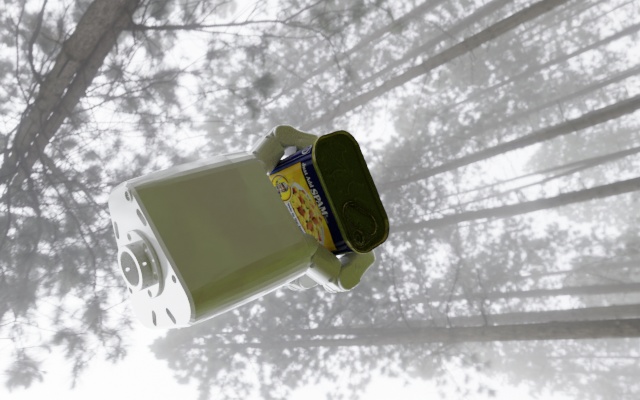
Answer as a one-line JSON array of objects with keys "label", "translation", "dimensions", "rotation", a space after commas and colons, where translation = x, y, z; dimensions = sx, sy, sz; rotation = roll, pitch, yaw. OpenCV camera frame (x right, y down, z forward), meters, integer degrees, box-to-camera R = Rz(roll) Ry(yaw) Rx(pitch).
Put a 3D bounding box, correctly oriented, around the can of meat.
[{"label": "can of meat", "translation": [0.000, 0.001, 0.420], "dimensions": [0.084, 0.102, 0.057], "rotation": [-19, 4, 45]}]
